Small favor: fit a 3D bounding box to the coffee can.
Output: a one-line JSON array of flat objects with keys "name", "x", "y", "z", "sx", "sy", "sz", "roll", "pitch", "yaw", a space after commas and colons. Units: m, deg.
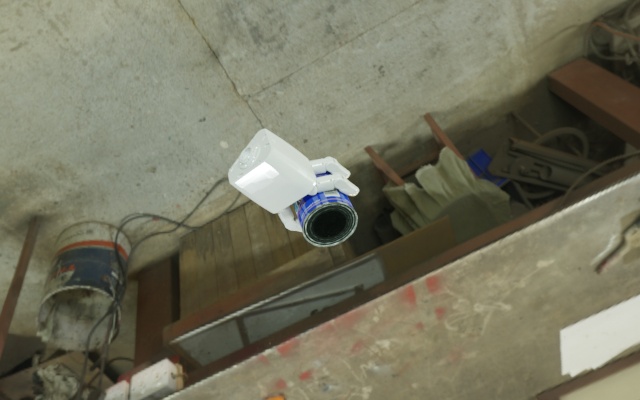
[{"name": "coffee can", "x": 0.000, "y": 0.003, "z": 0.898, "sx": 0.103, "sy": 0.103, "sz": 0.140, "roll": 0, "pitch": 36, "yaw": -18}]
